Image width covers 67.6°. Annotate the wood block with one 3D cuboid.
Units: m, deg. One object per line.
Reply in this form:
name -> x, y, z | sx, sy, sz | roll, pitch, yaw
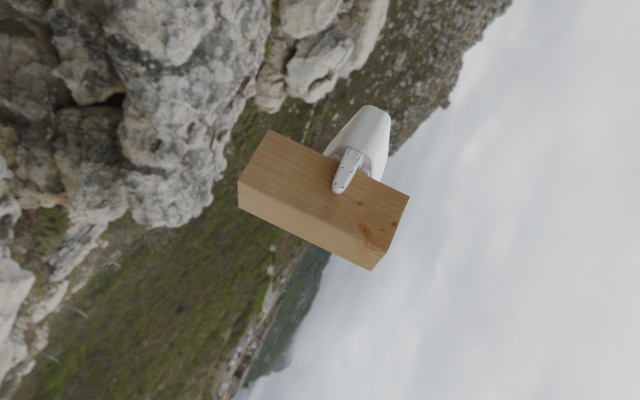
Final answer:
wood block -> 0.000, 0.002, 0.644 | 0.206, 0.090, 0.091 | 25, -26, 3
